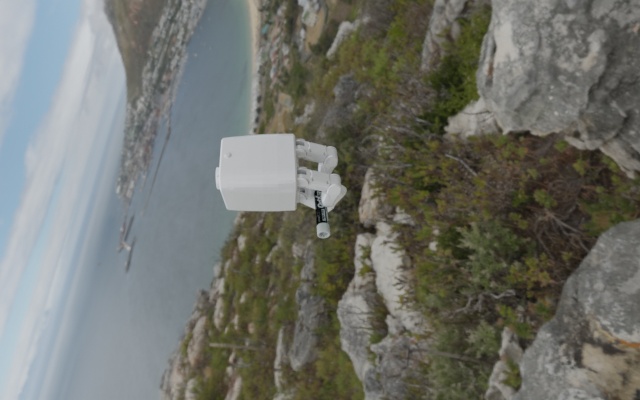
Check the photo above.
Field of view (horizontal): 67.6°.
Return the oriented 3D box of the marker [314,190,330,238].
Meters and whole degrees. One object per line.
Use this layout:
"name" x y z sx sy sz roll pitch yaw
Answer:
"marker" 0.000 0.002 0.722 0.020 0.121 0.020 -3 -38 -3
